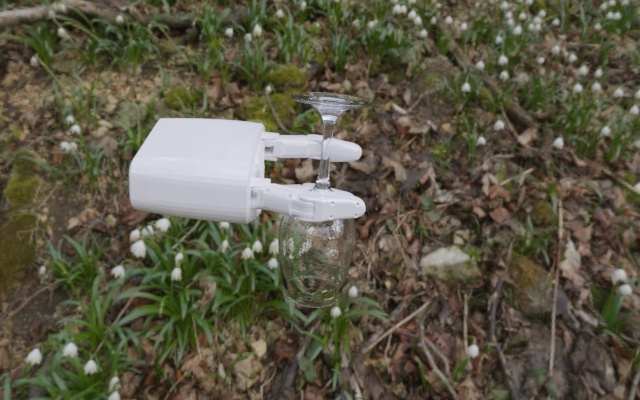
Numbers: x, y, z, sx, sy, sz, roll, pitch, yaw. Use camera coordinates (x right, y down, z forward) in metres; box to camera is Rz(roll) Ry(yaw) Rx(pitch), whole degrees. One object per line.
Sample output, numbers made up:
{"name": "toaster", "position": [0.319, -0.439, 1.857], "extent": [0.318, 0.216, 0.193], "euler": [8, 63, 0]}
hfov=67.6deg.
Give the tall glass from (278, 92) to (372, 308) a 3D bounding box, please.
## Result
{"name": "tall glass", "position": [0.000, 0.001, 0.463], "extent": [0.079, 0.201, 0.079], "euler": [5, 19, -2]}
